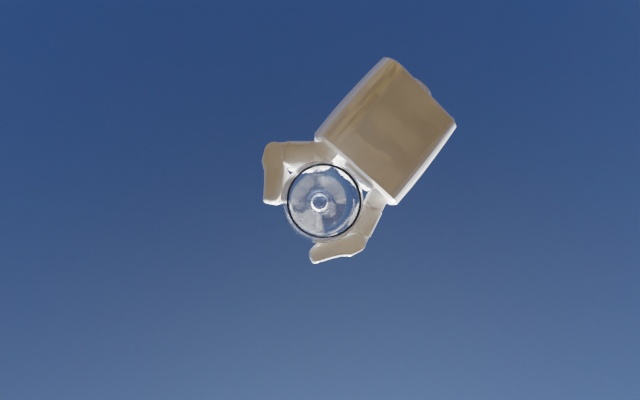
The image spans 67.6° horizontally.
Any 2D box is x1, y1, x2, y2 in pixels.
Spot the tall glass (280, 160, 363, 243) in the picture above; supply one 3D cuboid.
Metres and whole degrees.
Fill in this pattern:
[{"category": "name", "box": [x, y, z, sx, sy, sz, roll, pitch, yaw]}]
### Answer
[{"category": "tall glass", "box": [0.000, 0.002, 0.489, 0.079, 0.079, 0.201, 0, 0, -2]}]
